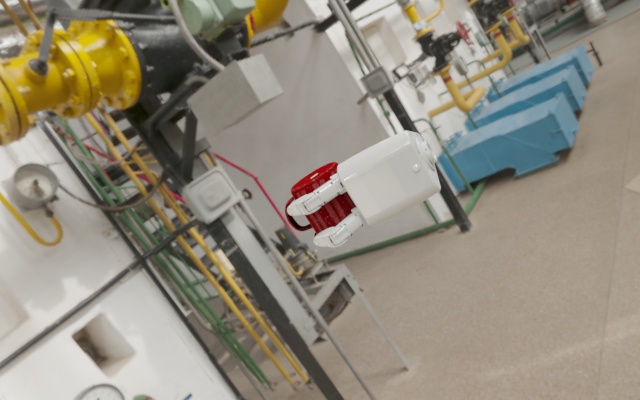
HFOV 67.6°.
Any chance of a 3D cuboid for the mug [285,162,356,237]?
[{"bbox_3d":[-0.001,0.003,0.703,0.117,0.081,0.093,-28,12,21],"label":"mug"}]
